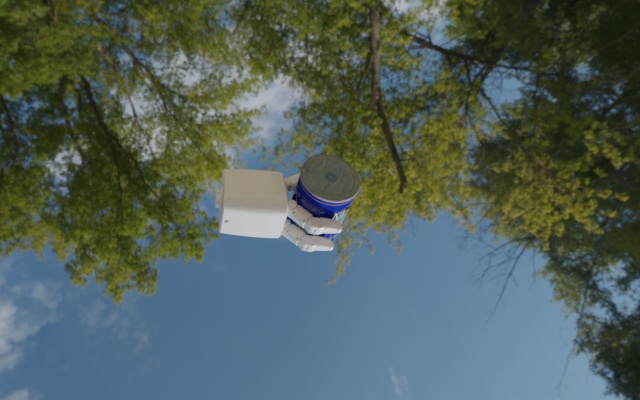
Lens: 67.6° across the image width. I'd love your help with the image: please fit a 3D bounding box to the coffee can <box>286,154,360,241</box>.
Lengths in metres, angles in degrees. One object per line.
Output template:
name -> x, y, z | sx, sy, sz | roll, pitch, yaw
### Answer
coffee can -> 0.000, 0.003, 0.846 | 0.103, 0.102, 0.140 | 0, -38, -18
